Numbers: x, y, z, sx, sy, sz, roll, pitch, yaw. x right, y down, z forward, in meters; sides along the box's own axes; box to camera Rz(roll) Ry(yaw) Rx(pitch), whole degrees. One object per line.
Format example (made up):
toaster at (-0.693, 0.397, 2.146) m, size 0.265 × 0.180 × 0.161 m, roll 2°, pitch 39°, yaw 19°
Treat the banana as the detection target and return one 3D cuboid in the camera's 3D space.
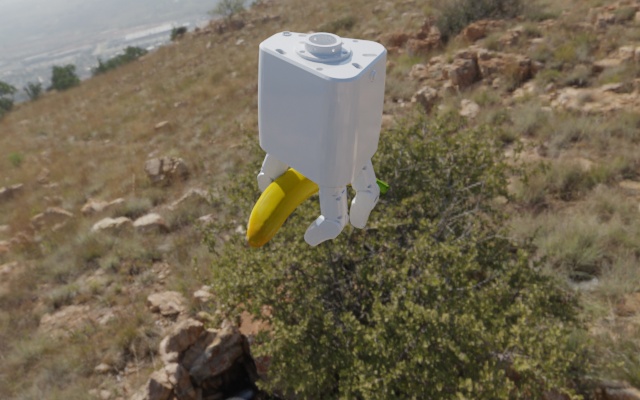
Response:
banana at (-0.008, -0.012, 0.524) m, size 0.197 × 0.069 × 0.037 m, roll -23°, pitch -29°, yaw -34°
